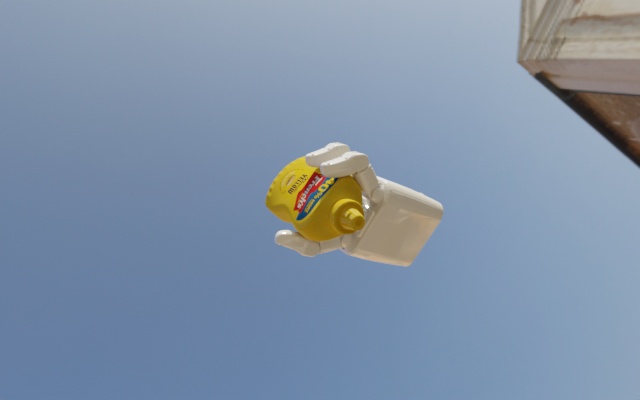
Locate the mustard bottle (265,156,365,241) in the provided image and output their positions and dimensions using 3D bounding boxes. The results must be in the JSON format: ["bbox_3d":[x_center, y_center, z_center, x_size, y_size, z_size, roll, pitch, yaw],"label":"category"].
[{"bbox_3d":[0.000,0.002,0.609,0.058,0.096,0.191,46,-8,-30],"label":"mustard bottle"}]
